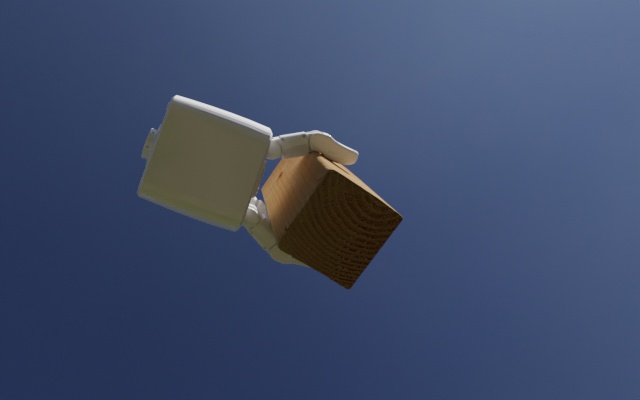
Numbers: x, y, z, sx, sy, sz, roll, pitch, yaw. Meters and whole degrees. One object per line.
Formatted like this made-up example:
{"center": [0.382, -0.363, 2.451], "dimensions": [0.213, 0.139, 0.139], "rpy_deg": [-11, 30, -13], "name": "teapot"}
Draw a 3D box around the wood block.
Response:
{"center": [0.000, 0.001, 0.538], "dimensions": [0.090, 0.091, 0.206], "rpy_deg": [33, 7, -18], "name": "wood block"}
